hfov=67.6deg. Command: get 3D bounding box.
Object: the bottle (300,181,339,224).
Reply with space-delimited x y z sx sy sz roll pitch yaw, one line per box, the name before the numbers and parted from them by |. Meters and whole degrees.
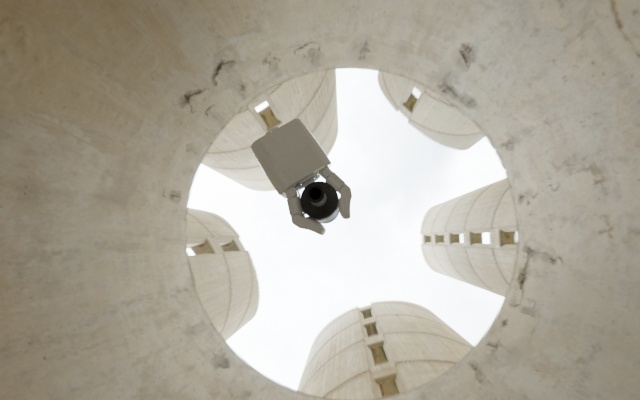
bottle | 0.000 0.003 0.862 0.069 0.069 0.296 0 -5 3
